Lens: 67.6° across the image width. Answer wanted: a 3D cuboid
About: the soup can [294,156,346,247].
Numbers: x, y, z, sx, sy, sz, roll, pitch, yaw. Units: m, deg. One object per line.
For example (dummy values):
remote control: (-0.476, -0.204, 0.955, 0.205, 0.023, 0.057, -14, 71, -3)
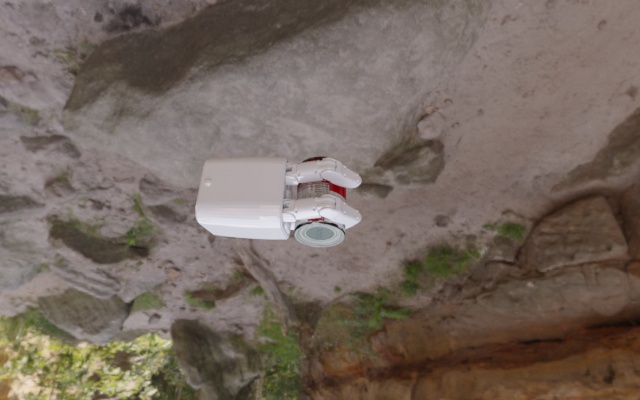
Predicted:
soup can: (0.001, 0.002, 0.632, 0.068, 0.102, 0.068, 2, -32, 1)
